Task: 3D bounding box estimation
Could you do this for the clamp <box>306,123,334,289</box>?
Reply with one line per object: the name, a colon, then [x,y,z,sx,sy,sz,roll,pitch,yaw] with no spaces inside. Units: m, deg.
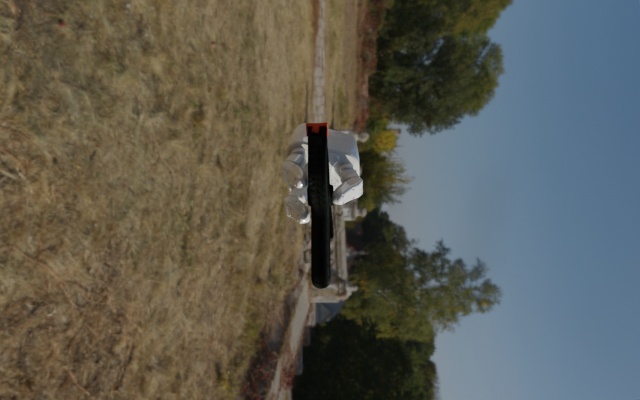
clamp: [0.001,0.002,0.649,0.036,0.210,0.164,-2,27,3]
